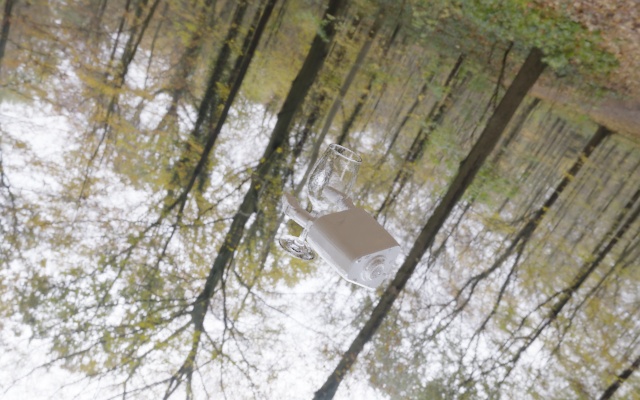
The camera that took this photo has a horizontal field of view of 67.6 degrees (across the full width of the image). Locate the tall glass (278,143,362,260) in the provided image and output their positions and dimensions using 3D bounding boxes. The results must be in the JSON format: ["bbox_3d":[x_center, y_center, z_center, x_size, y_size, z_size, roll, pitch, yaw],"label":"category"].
[{"bbox_3d":[0.000,0.003,0.834,0.079,0.201,0.079,23,20,-9],"label":"tall glass"}]
